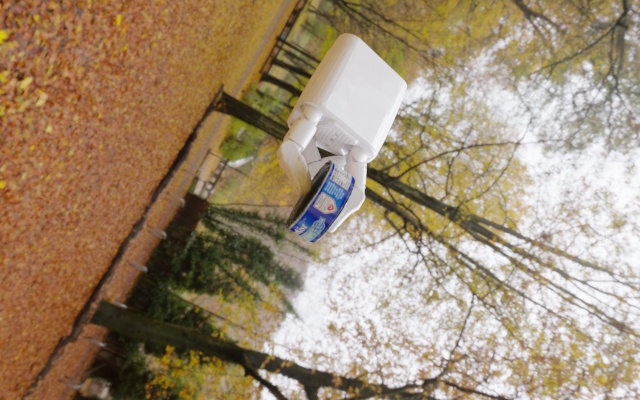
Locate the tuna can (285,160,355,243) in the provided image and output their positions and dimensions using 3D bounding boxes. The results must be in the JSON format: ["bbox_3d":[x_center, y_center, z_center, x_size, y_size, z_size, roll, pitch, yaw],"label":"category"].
[{"bbox_3d":[0.001,0.002,0.508,0.034,0.086,0.086,34,-6,-9],"label":"tuna can"}]
